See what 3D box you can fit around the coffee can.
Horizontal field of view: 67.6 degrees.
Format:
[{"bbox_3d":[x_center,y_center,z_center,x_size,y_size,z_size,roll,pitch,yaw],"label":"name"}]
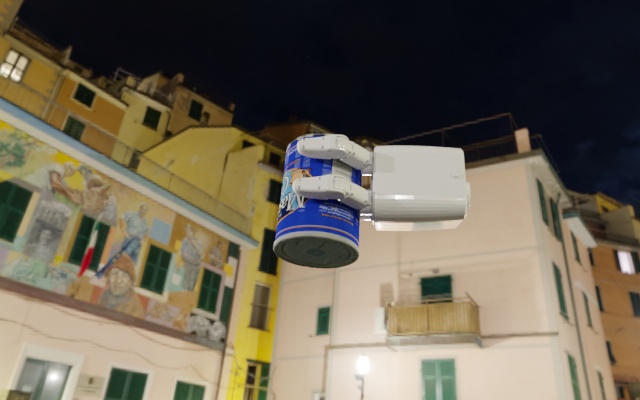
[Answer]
[{"bbox_3d":[0.000,0.002,0.599,0.103,0.140,0.103,4,-28,2],"label":"coffee can"}]
